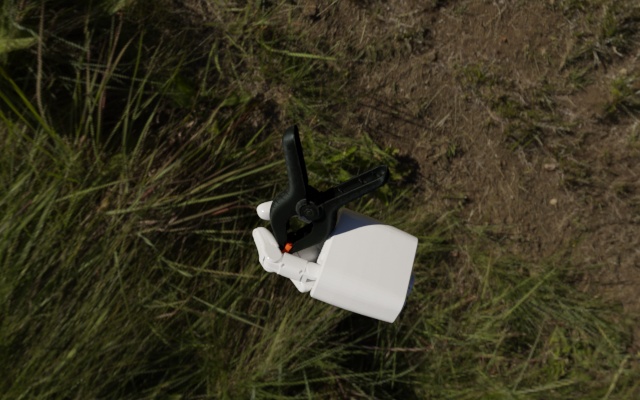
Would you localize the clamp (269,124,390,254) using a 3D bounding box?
[{"bbox_3d":[0.000,0.002,0.541,0.120,0.172,0.039,20,41,0],"label":"clamp"}]
